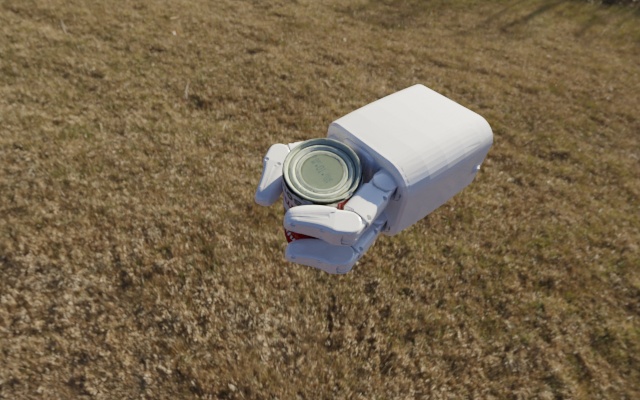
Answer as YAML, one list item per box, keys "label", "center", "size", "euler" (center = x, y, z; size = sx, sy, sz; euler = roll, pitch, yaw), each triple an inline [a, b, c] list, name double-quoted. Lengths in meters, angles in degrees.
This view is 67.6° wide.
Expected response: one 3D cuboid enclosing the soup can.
- label: "soup can"
  center: [0.000, 0.001, 0.429]
  size: [0.068, 0.068, 0.102]
  euler: [0, -32, -2]
